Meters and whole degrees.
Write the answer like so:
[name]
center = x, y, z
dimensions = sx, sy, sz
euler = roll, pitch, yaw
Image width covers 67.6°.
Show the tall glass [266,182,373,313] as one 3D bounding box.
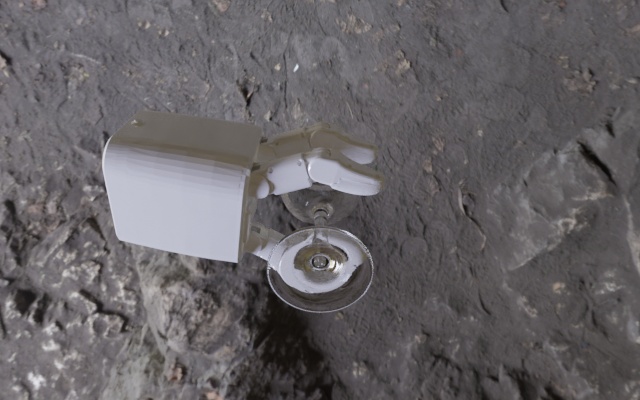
[tall glass]
center = 0.000, 0.002, 0.416
dimensions = 0.079, 0.079, 0.201
euler = 0, 29, 1
